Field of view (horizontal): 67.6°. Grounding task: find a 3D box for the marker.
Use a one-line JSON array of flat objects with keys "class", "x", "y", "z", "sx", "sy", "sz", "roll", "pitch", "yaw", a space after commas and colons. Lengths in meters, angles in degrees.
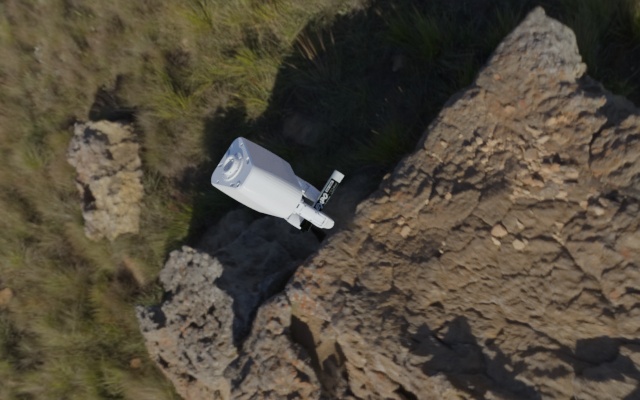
[{"class": "marker", "x": 0.000, "y": 0.003, "z": 0.820, "sx": 0.020, "sy": 0.121, "sz": 0.020, "roll": 33, "pitch": 3, "yaw": -2}]
